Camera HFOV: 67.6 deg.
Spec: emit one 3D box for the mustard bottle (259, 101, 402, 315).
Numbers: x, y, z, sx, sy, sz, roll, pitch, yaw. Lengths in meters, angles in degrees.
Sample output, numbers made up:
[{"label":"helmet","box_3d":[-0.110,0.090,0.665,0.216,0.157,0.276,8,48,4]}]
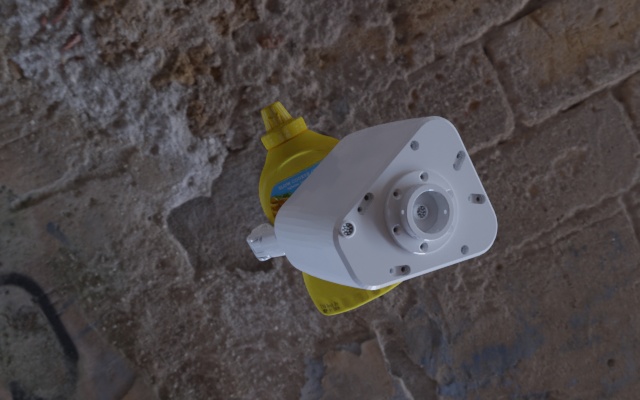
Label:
[{"label":"mustard bottle","box_3d":[0.000,0.002,0.429,0.096,0.192,0.058,-27,11,5]}]
